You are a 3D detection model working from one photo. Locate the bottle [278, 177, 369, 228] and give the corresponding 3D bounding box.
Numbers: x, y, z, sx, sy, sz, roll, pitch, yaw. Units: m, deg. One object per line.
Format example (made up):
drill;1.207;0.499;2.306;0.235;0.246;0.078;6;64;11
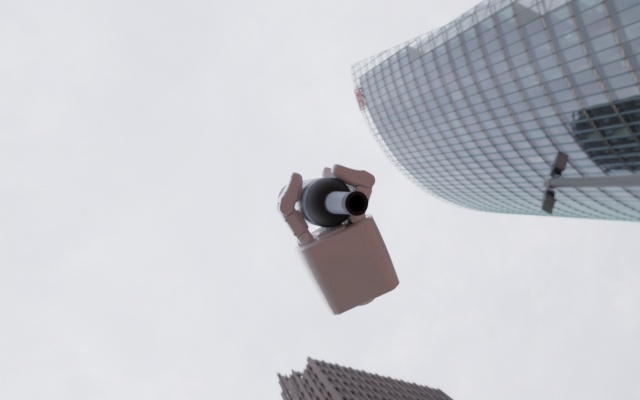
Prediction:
bottle;0.000;0.002;0.660;0.069;0.069;0.295;0;0;-16
